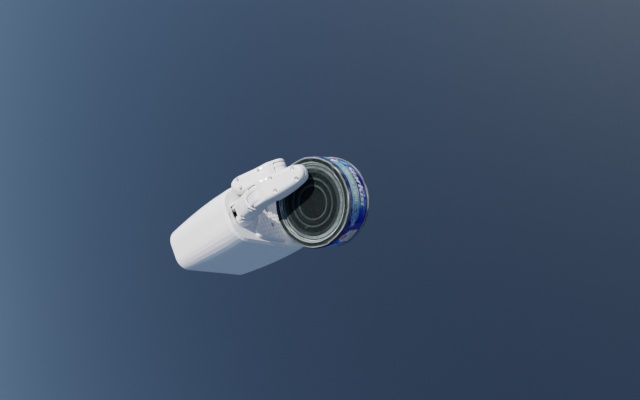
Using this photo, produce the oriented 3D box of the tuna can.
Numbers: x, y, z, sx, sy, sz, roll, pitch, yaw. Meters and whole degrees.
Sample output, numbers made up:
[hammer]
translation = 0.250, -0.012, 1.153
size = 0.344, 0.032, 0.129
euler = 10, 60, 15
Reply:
[tuna can]
translation = 0.000, 0.001, 0.444
size = 0.086, 0.086, 0.034
euler = 0, 1, 35
